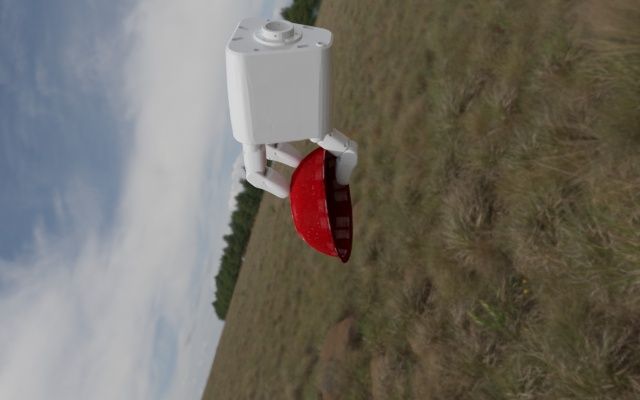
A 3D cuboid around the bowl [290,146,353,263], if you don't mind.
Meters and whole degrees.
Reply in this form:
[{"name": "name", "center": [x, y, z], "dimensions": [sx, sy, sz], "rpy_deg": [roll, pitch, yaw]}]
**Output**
[{"name": "bowl", "center": [0.000, 0.003, 0.618], "dimensions": [0.055, 0.162, 0.162], "rpy_deg": [-7, -2, 14]}]
